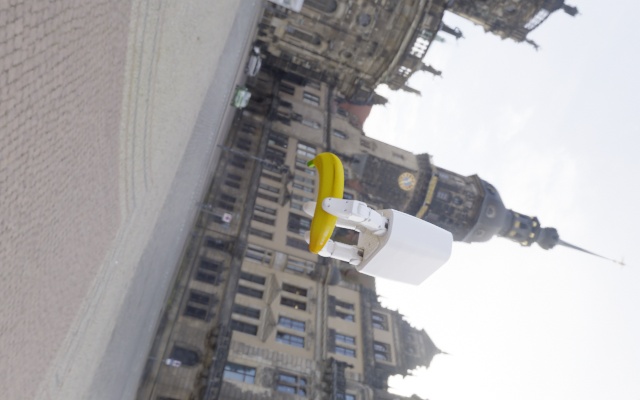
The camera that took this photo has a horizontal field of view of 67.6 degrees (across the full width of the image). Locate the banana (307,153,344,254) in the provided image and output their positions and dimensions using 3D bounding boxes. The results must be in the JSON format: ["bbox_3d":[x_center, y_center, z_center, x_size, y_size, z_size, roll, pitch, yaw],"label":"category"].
[{"bbox_3d":[0.008,-0.012,0.701,0.037,0.197,0.070,20,-51,-17],"label":"banana"}]
